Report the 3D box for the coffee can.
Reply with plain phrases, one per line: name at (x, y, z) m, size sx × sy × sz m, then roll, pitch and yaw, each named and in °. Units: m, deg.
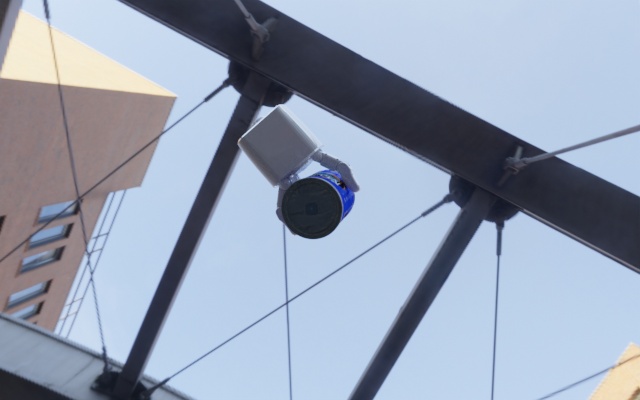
coffee can at (0.000, 0.003, 0.838) m, size 0.103 × 0.103 × 0.140 m, roll 0°, pitch 9°, yaw 13°
